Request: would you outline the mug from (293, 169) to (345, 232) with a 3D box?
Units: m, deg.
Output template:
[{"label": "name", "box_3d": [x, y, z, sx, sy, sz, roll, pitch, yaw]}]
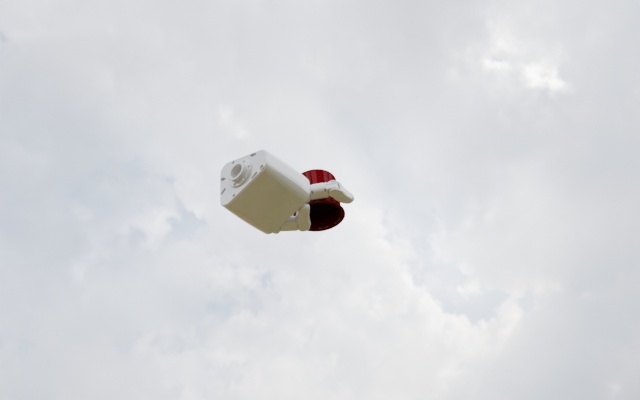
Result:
[{"label": "mug", "box_3d": [0.001, 0.003, 0.873, 0.093, 0.081, 0.117, -27, -40, 24]}]
